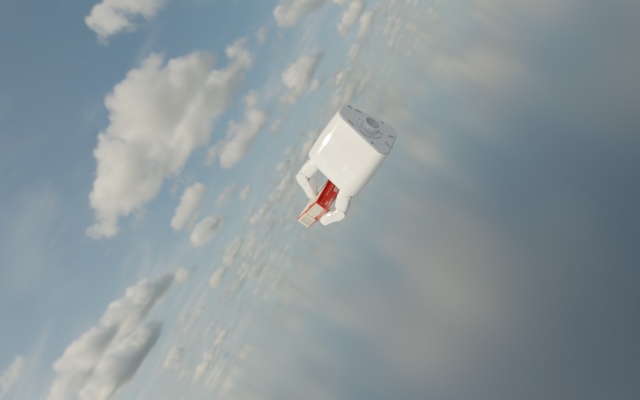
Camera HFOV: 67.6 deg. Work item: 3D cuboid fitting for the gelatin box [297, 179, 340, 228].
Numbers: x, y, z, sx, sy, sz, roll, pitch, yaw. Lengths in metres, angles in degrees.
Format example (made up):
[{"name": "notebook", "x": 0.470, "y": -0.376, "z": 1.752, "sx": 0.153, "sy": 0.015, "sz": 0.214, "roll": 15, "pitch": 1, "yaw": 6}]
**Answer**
[{"name": "gelatin box", "x": 0.000, "y": 0.003, "z": 0.895, "sx": 0.030, "sy": 0.073, "sz": 0.089, "roll": 37, "pitch": -36, "yaw": -7}]
